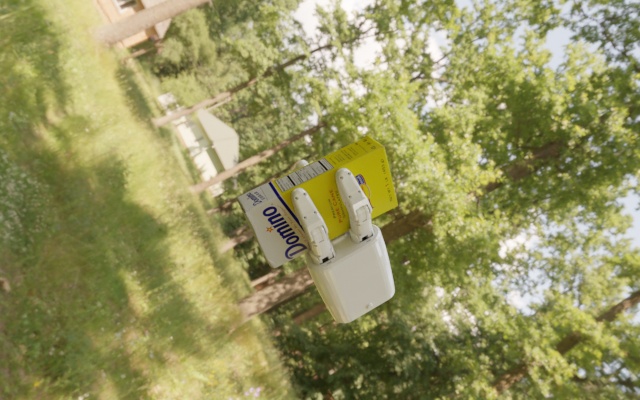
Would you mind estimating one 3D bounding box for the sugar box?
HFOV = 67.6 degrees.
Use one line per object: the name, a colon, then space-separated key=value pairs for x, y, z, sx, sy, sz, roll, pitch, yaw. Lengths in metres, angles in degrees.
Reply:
sugar box: x=0.000 y=0.002 z=0.568 sx=0.176 sy=0.093 sz=0.048 roll=-28 pitch=35 yaw=-11
